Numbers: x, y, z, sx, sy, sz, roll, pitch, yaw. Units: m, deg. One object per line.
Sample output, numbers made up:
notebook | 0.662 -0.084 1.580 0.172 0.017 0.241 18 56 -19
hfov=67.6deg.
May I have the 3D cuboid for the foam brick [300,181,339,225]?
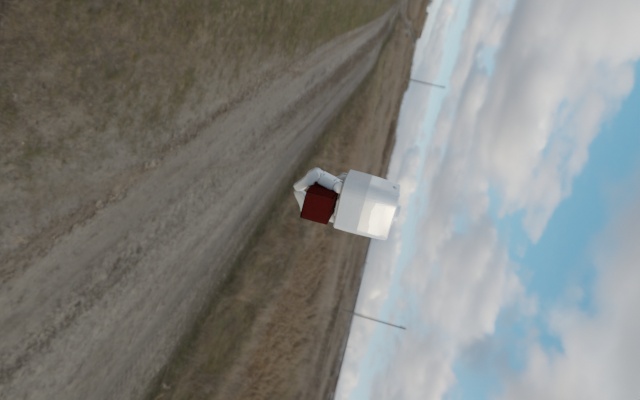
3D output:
foam brick | 0.000 0.003 0.881 0.051 0.053 0.078 16 20 6
